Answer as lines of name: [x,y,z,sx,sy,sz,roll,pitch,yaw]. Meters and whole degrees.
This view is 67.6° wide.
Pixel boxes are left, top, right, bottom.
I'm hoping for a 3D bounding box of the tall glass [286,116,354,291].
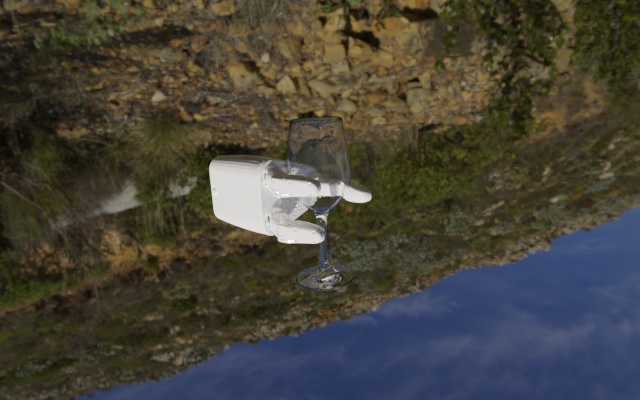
tall glass: [0.000,0.003,0.579,0.079,0.201,0.079,-3,15,1]
